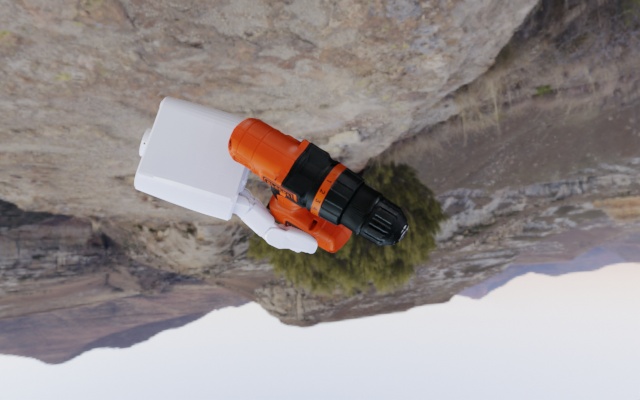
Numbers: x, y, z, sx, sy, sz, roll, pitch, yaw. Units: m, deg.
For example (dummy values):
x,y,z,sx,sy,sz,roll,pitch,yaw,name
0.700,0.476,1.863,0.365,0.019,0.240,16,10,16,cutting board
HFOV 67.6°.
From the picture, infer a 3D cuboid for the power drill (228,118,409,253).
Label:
x,y,z,sx,sy,sz,roll,pitch,yaw,name
0.000,0.002,0.502,0.184,0.057,0.188,33,-14,11,power drill
